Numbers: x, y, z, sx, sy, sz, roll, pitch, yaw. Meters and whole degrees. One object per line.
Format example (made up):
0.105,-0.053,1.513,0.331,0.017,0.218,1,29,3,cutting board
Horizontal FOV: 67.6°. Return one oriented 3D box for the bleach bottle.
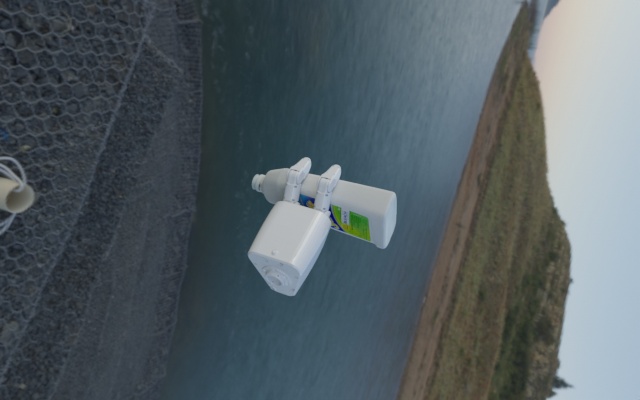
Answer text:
0.000,0.003,0.814,0.251,0.068,0.103,15,-37,20,bleach bottle
